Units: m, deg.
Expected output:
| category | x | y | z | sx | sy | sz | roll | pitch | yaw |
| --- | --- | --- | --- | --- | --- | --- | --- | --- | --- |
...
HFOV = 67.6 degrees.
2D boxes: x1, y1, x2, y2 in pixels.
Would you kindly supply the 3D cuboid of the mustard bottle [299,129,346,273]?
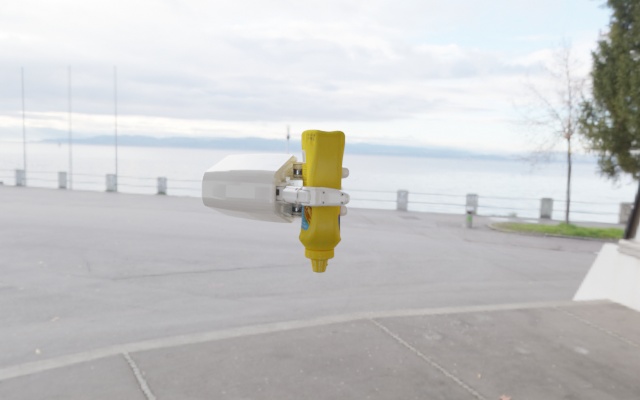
| category | x | y | z | sx | sy | sz | roll | pitch | yaw |
| --- | --- | --- | --- | --- | --- | --- | --- | --- | --- |
| mustard bottle | 0.000 | 0.002 | 0.644 | 0.058 | 0.191 | 0.096 | 1 | 6 | -10 |
